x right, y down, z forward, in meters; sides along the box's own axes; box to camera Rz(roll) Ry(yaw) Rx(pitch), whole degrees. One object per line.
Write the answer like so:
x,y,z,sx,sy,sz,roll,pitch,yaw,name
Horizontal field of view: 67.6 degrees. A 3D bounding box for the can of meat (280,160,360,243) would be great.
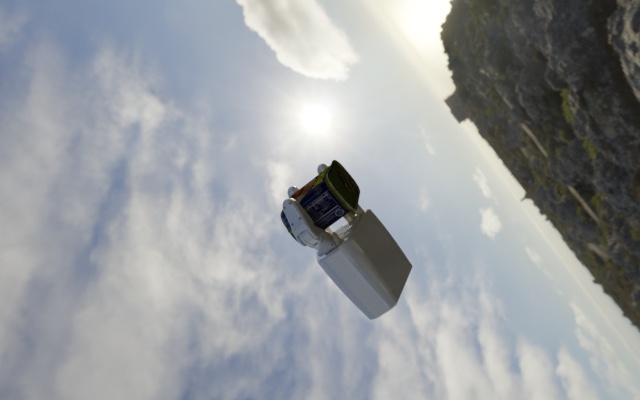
0.000,0.002,0.618,0.084,0.057,0.102,-38,10,18,can of meat
